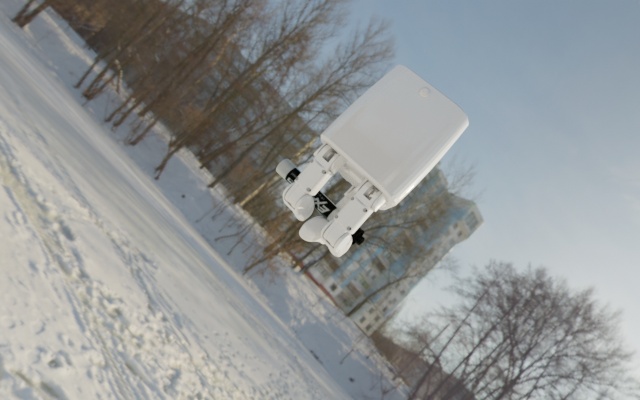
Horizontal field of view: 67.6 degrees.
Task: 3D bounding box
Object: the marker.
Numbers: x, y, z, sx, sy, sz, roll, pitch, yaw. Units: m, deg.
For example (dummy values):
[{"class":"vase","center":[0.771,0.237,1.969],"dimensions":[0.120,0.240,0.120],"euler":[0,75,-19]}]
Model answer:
[{"class":"marker","center":[0.000,0.002,0.495],"dimensions":[0.121,0.020,0.020],"euler":[44,17,18]}]
